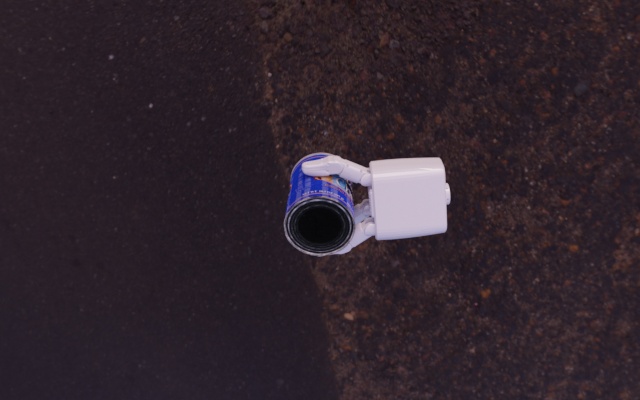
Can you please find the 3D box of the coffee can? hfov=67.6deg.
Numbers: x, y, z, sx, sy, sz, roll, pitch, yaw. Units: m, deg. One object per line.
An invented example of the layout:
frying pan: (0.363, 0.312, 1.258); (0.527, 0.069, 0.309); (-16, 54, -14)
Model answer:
coffee can: (0.000, 0.002, 0.736); (0.103, 0.103, 0.140); (0, 31, 2)
